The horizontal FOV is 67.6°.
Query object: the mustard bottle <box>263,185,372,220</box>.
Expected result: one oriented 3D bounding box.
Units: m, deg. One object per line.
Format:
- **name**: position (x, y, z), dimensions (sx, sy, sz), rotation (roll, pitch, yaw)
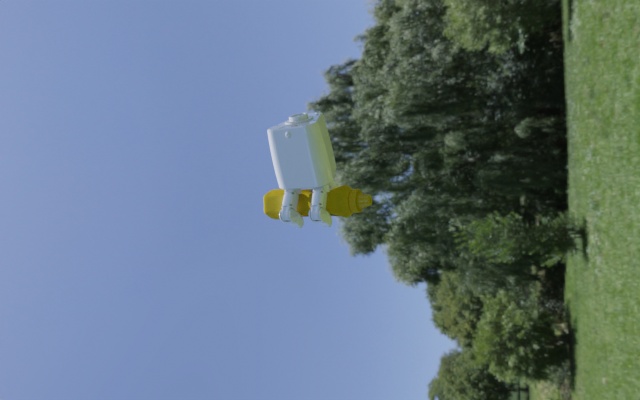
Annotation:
- **mustard bottle**: position (0.000, 0.003, 0.859), dimensions (0.191, 0.058, 0.096), rotation (-3, -3, 26)
